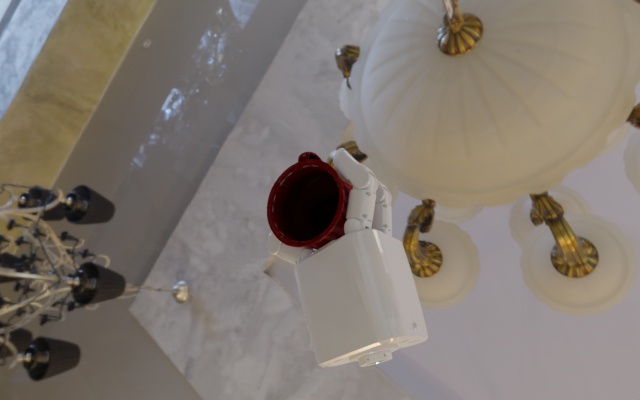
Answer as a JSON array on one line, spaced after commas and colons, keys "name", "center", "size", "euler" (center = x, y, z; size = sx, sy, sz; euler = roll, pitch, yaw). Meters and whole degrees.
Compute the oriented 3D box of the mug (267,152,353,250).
[{"name": "mug", "center": [0.000, 0.001, 0.525], "size": [0.093, 0.117, 0.081], "euler": [-24, -26, 23]}]
